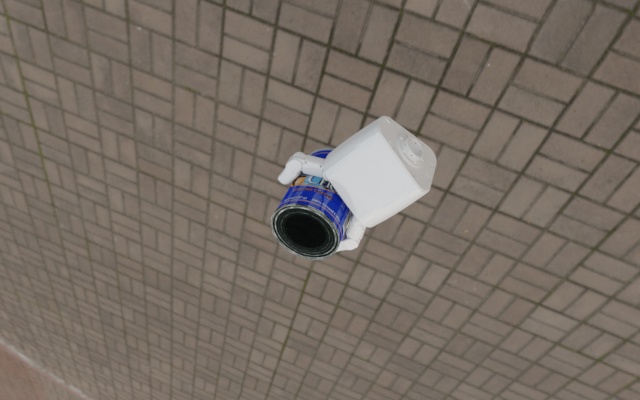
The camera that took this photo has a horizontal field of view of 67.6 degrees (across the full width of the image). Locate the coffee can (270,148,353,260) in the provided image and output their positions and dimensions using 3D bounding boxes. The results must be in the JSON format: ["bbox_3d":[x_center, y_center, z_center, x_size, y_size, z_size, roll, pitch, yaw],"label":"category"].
[{"bbox_3d":[0.000,0.002,0.706,0.103,0.103,0.140,0,38,24],"label":"coffee can"}]
